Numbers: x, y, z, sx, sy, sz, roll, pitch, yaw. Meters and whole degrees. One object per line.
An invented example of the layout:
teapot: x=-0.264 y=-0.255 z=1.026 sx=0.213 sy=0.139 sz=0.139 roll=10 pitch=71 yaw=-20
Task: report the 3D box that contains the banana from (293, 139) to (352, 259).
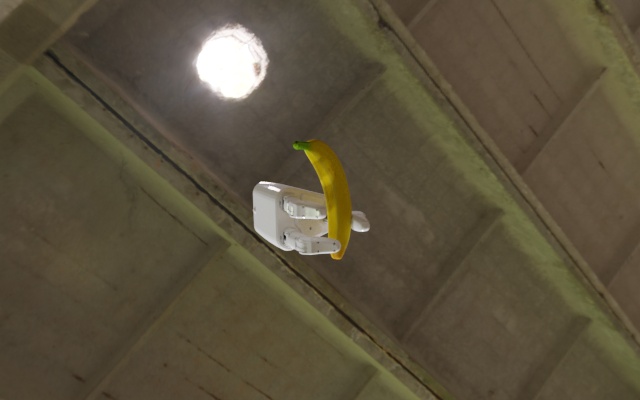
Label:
banana: x=0.013 y=-0.010 z=0.687 sx=0.069 sy=0.198 sz=0.037 roll=-35 pitch=29 yaw=-28
